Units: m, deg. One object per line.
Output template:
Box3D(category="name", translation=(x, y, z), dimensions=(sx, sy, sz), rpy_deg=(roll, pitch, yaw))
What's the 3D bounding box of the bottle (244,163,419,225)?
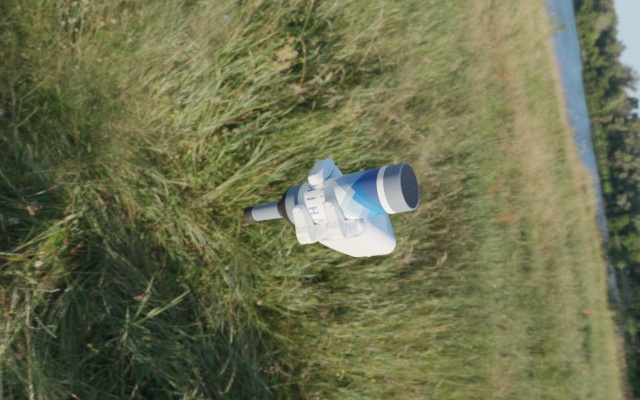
Box3D(category="bottle", translation=(0.000, 0.002, 0.732), dimensions=(0.296, 0.069, 0.069), rpy_deg=(-10, -6, 32))
